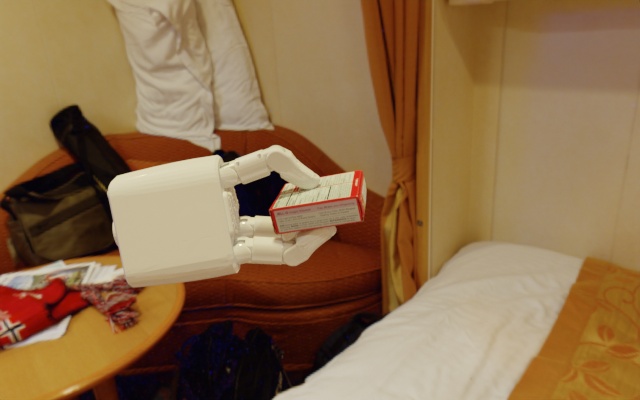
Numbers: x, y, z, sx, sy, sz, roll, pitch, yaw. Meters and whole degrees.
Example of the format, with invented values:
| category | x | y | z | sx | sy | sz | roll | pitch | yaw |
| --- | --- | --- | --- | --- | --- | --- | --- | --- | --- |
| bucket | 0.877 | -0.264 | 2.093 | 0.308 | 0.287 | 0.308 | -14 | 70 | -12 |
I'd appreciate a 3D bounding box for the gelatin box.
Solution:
| category | x | y | z | sx | sy | sz | roll | pitch | yaw |
| --- | --- | --- | --- | --- | --- | --- | --- | --- | --- |
| gelatin box | 0.000 | 0.001 | 0.479 | 0.089 | 0.030 | 0.073 | -10 | 21 | 12 |
